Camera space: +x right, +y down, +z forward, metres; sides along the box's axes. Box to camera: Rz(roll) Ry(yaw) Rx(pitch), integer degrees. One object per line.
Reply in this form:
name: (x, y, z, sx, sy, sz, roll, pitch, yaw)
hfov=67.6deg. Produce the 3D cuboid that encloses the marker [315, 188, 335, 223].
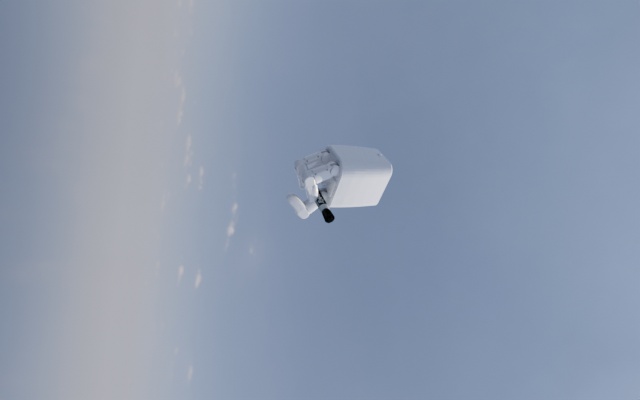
marker: (0.000, 0.003, 0.879, 0.020, 0.020, 0.121, 0, 32, -21)
